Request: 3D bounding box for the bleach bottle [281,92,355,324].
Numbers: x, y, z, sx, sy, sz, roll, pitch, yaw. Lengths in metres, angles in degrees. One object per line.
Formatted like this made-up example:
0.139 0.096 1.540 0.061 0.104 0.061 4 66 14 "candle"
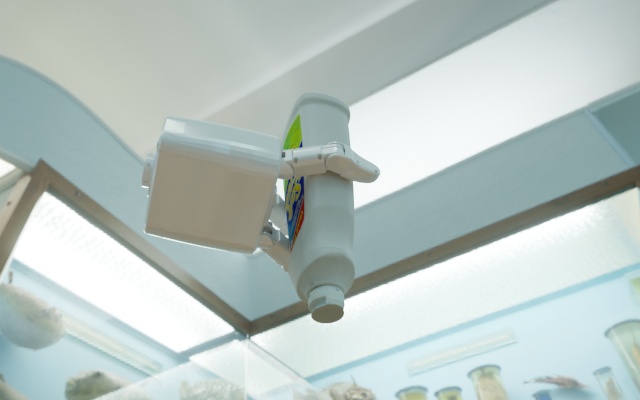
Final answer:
0.000 0.002 0.478 0.068 0.103 0.250 13 41 -17 "bleach bottle"
